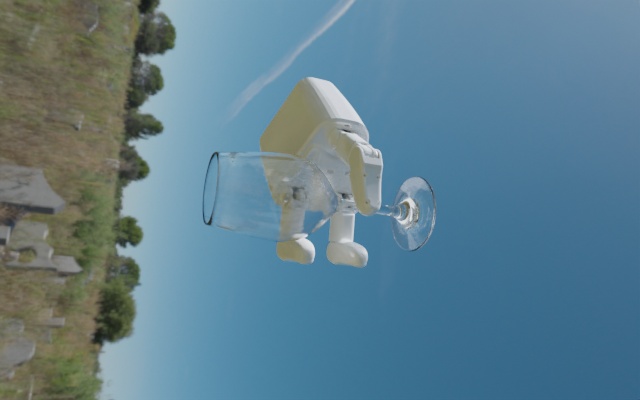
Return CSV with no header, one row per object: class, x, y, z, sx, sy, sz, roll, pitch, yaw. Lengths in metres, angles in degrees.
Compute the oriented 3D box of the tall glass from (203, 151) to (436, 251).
tall glass,0.001,0.002,0.431,0.201,0.079,0.079,7,-3,-23
